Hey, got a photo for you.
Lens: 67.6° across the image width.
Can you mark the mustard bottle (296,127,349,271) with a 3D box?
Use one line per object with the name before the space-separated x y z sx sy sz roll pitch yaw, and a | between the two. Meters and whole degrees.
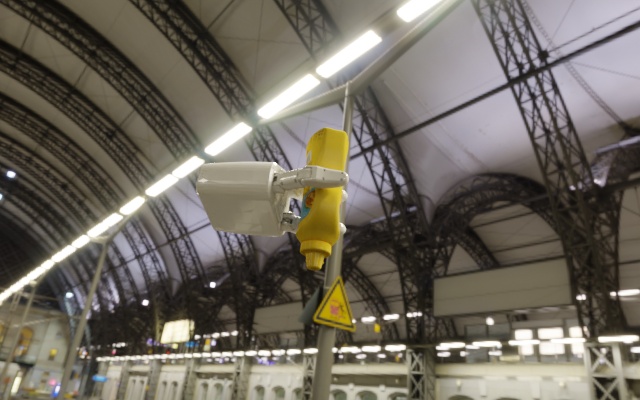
mustard bottle | 0.000 0.002 0.660 0.058 0.191 0.096 12 -25 -12
